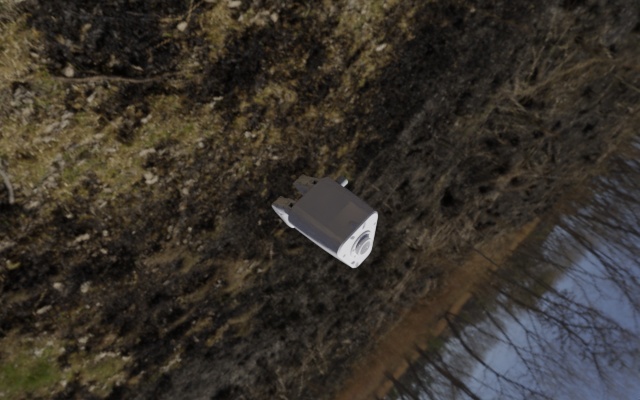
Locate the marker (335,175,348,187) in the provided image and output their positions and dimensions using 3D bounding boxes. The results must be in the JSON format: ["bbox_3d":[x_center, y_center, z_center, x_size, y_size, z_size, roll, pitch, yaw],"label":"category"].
[{"bbox_3d":[0.000,0.003,0.813,0.121,0.020,0.020,-45,17,-18],"label":"marker"}]
